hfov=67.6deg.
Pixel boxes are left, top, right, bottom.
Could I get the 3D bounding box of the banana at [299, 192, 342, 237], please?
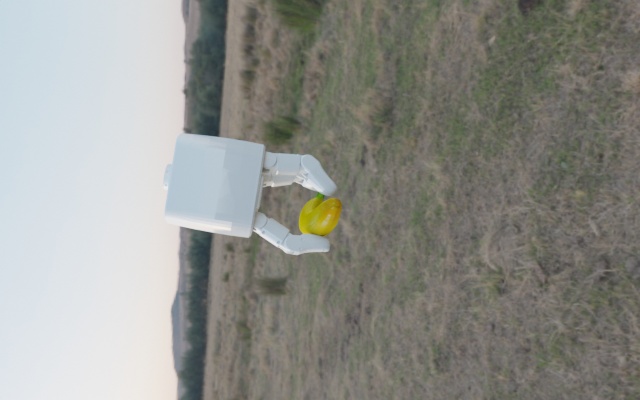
[{"bbox_3d":[-0.005,0.020,0.651,0.037,0.069,0.198,14,5,-8],"label":"banana"}]
